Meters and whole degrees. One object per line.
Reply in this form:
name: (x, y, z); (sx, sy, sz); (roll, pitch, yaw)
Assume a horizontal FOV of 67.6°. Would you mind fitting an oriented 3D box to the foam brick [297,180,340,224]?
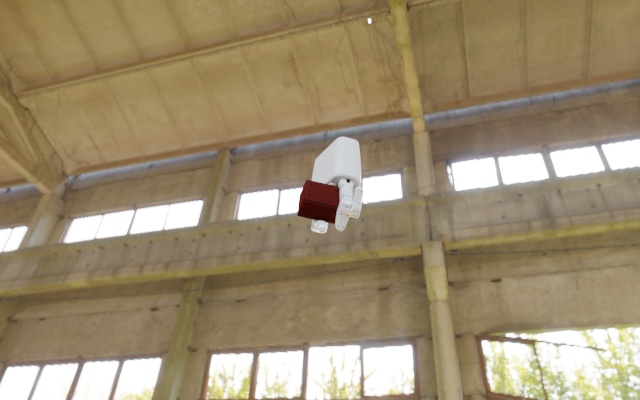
foam brick: (0.000, 0.003, 0.898); (0.078, 0.051, 0.053); (13, -38, -12)
